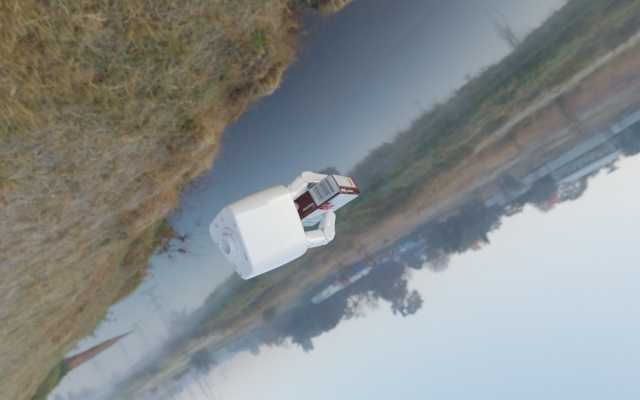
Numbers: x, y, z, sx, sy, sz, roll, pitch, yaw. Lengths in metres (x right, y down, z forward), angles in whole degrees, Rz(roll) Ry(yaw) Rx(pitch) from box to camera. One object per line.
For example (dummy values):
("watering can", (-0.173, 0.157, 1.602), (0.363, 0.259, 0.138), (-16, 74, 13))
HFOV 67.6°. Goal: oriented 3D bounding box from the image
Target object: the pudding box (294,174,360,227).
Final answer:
("pudding box", (0.000, 0.003, 0.800), (0.113, 0.039, 0.090), (-33, -13, 21))
